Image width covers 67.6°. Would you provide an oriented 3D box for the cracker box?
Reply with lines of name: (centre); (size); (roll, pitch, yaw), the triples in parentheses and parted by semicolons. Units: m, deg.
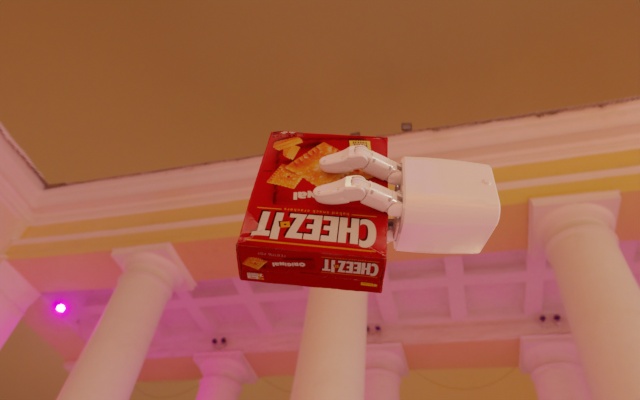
cracker box: (0.000, 0.002, 0.592); (0.164, 0.072, 0.213); (4, 43, 4)
